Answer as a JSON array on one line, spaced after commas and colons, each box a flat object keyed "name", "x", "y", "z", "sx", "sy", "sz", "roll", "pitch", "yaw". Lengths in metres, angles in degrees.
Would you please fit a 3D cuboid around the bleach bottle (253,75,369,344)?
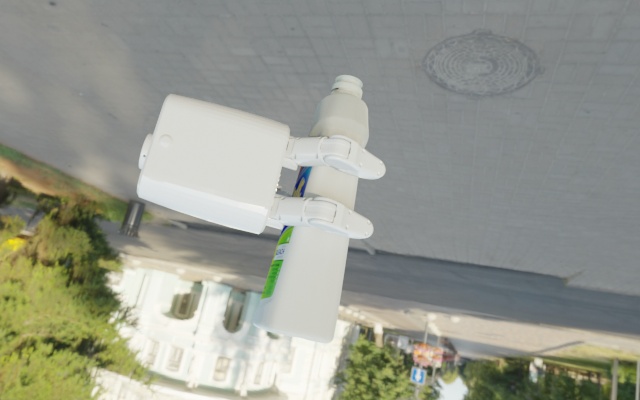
[{"name": "bleach bottle", "x": 0.000, "y": 0.002, "z": 0.455, "sx": 0.068, "sy": 0.250, "sz": 0.102, "roll": 16, "pitch": -15, "yaw": -11}]
